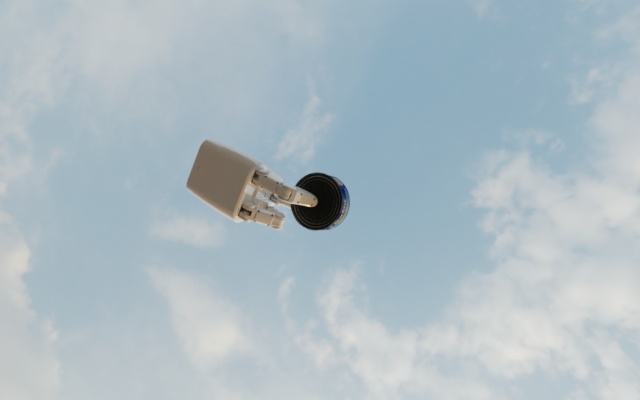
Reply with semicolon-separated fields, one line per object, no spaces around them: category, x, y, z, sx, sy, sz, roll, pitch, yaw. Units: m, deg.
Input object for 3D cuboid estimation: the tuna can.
tuna can;0.000;0.002;0.713;0.086;0.086;0.034;0;-4;27
